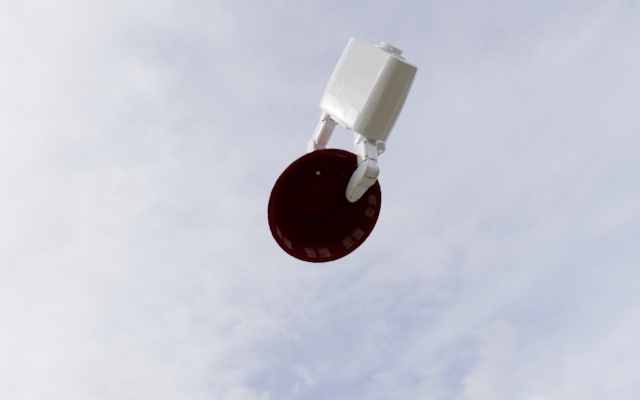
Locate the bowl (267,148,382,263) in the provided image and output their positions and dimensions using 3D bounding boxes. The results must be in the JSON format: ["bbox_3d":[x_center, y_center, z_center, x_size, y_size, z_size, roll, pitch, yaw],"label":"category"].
[{"bbox_3d":[-0.001,0.003,0.656,0.162,0.162,0.055,0,18,-21],"label":"bowl"}]
